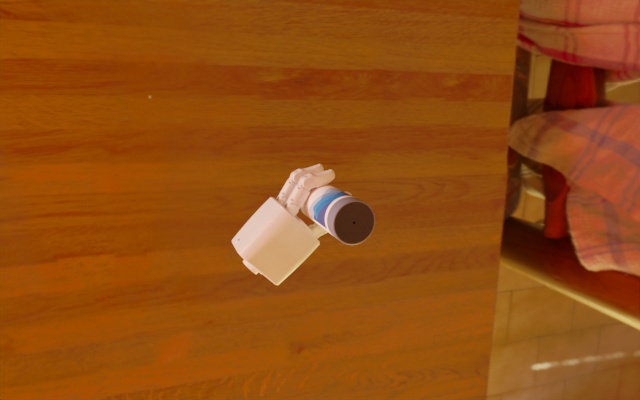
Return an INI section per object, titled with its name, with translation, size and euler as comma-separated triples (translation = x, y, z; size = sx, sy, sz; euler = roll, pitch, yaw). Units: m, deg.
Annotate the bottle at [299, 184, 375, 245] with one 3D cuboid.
[bottle]
translation = 0.000, 0.003, 0.818
size = 0.069, 0.069, 0.295
euler = 0, 12, -20
